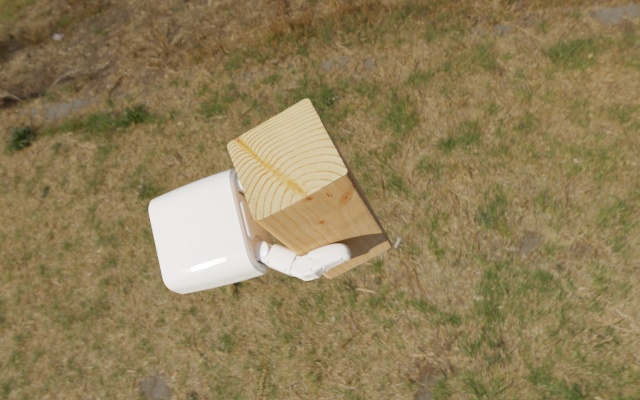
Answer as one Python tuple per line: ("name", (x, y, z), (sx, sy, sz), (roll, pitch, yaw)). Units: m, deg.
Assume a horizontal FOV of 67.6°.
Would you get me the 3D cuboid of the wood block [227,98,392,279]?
("wood block", (0.000, 0.002, 0.500), (0.090, 0.090, 0.206), (-28, -28, 6))
